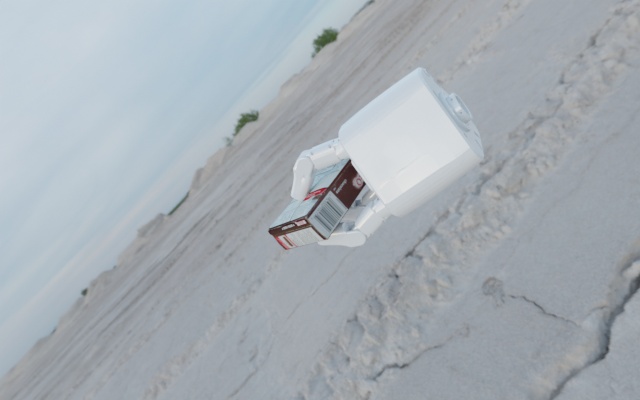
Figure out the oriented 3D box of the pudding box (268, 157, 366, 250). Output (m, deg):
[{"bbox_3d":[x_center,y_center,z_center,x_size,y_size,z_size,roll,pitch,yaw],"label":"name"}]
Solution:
[{"bbox_3d":[0.000,0.002,0.562,0.090,0.039,0.113,-22,24,54],"label":"pudding box"}]
